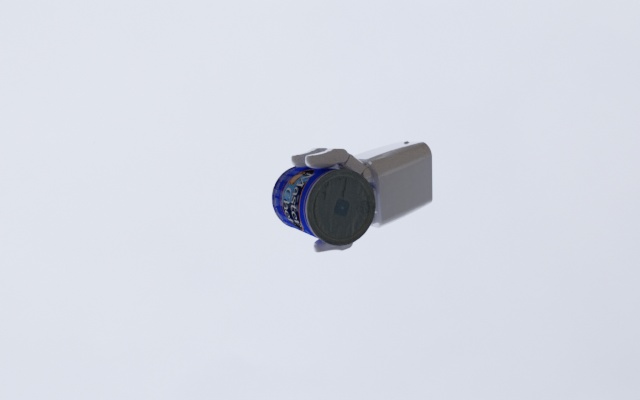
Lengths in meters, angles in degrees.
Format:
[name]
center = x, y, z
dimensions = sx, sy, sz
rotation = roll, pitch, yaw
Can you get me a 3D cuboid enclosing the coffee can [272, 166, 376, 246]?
[coffee can]
center = 0.000, 0.002, 0.692
dimensions = 0.103, 0.103, 0.140
rotation = 0, 6, -25
